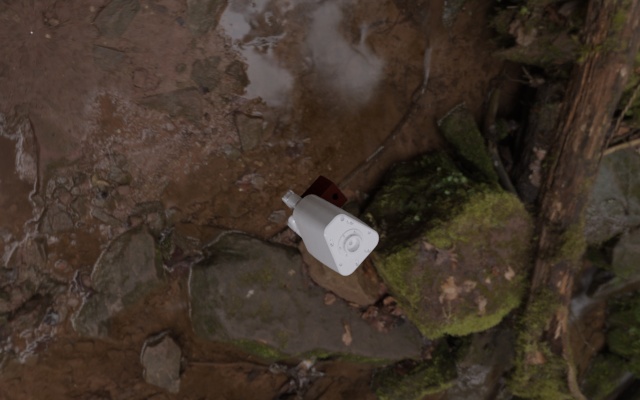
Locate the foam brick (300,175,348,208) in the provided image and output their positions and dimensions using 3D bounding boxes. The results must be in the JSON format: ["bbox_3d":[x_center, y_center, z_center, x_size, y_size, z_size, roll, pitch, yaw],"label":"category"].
[{"bbox_3d":[0.000,0.003,0.879,0.053,0.078,0.051,49,-11,-33],"label":"foam brick"}]
